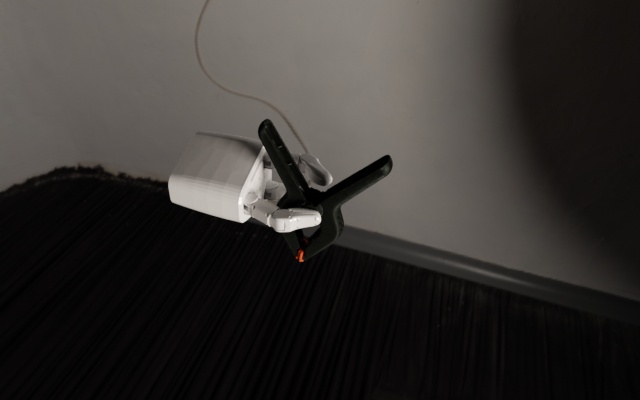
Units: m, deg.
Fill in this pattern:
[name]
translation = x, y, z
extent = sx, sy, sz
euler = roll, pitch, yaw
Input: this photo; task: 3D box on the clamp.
[clamp]
translation = 0.000, 0.003, 0.616
extent = 0.164, 0.210, 0.036
euler = 13, 40, 10
